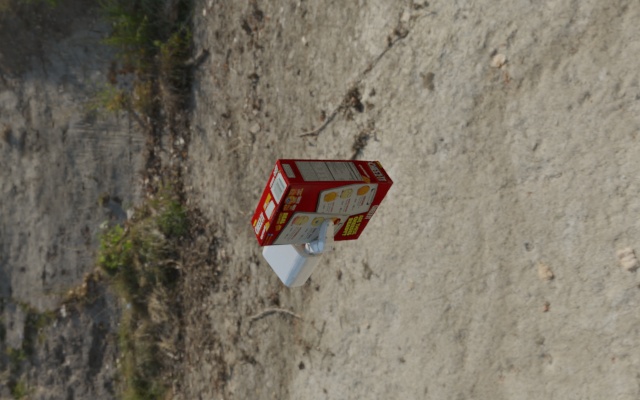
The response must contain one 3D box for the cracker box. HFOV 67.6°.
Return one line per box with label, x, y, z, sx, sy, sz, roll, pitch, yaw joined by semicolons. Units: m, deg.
cracker box;0.000;0.003;0.868;0.214;0.072;0.164;-2;-42;-31
